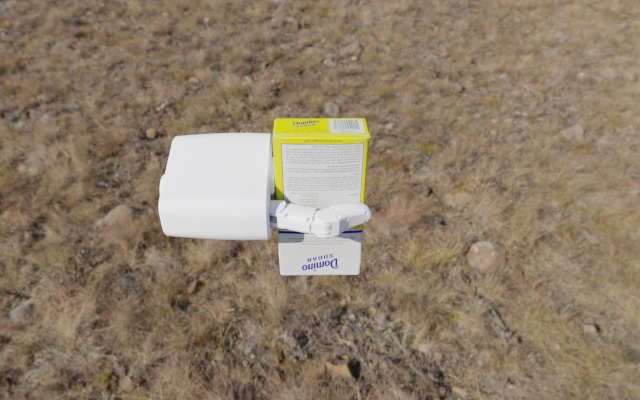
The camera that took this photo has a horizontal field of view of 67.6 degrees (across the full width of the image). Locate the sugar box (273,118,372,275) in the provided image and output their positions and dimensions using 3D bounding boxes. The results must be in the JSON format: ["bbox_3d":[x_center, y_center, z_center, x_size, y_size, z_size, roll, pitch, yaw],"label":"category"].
[{"bbox_3d":[0.000,0.001,0.505,0.093,0.176,0.048,0,37,-2],"label":"sugar box"}]
